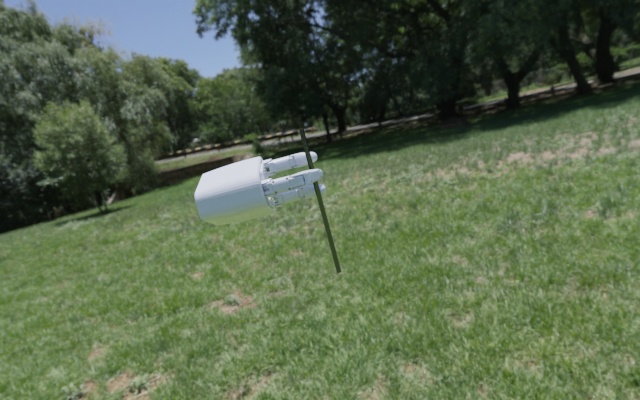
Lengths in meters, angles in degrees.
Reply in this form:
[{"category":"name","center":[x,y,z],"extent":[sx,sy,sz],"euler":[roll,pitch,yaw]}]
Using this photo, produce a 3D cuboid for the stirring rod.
[{"category":"stirring rod","center":[0.000,0.003,0.768],"extent":[0.011,0.239,0.011],"euler":[-15,8,2]}]
